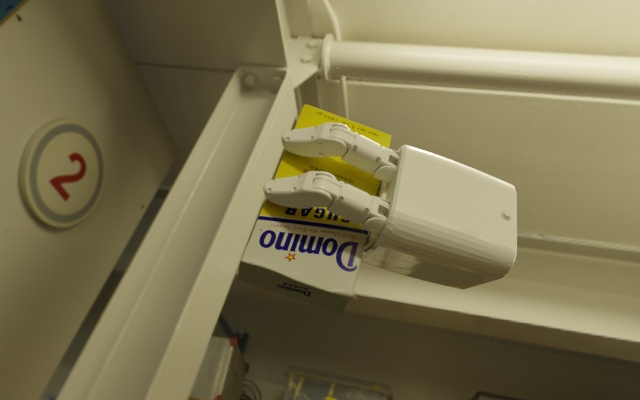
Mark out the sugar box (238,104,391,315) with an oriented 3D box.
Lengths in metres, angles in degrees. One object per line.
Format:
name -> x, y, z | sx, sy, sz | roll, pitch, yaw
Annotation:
sugar box -> 0.000, 0.001, 0.424 | 0.093, 0.176, 0.048 | 19, -36, -3
